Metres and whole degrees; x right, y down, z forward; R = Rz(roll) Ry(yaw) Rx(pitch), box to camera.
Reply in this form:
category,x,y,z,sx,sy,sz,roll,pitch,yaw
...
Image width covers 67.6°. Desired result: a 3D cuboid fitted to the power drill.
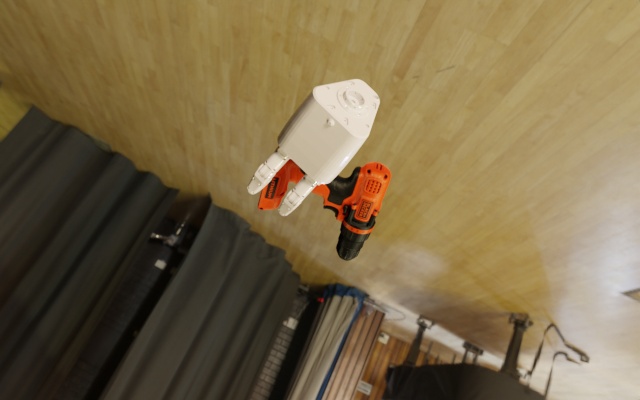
category,x,y,z,sx,sy,sz,roll,pitch,yaw
power drill,0.000,0.002,0.757,0.187,0.184,0.057,16,31,-2
